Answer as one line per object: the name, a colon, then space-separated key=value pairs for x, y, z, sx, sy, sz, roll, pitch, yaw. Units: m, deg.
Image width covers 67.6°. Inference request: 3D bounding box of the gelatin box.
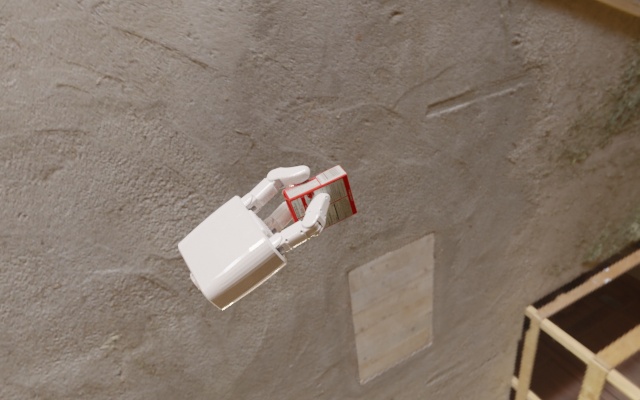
gelatin box: x=0.001 y=0.002 z=0.658 sx=0.089 sy=0.073 sz=0.030 roll=-25 pitch=39 yaw=-7
